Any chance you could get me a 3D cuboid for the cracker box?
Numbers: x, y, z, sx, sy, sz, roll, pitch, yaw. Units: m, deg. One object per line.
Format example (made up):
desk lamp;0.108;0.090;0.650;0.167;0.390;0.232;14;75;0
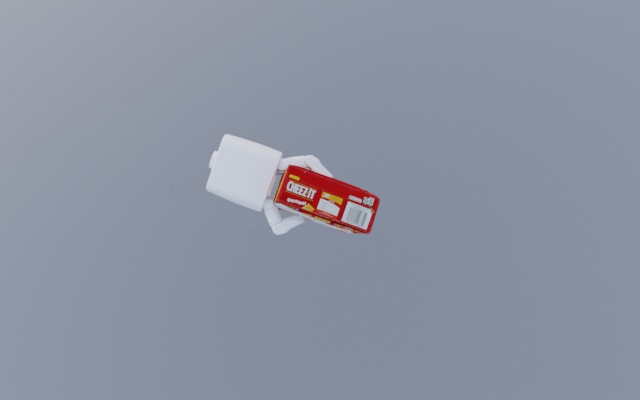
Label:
cracker box;0.000;0.003;0.871;0.164;0.072;0.214;20;-6;-7
